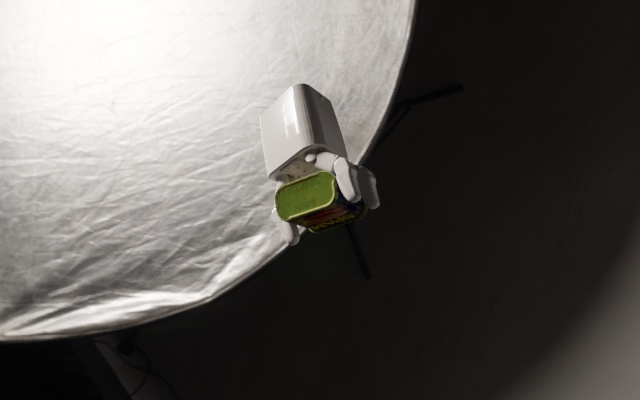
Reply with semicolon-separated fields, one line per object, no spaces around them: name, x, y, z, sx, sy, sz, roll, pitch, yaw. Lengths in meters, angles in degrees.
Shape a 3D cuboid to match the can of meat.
can of meat;0.000;0.002;0.657;0.102;0.057;0.084;-19;-22;27
